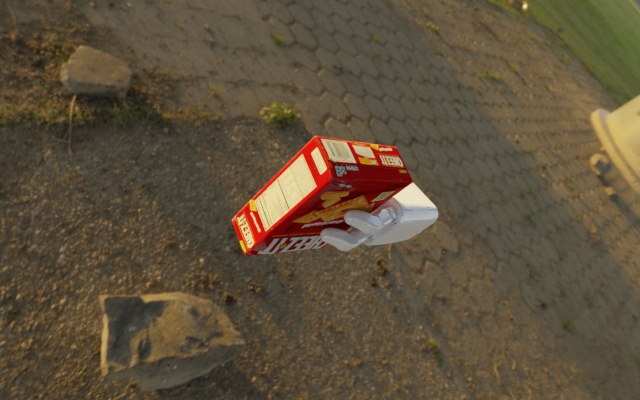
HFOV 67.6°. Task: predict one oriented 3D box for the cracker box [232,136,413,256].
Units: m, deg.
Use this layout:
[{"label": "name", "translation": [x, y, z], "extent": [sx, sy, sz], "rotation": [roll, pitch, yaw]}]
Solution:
[{"label": "cracker box", "translation": [0.000, 0.002, 0.688], "extent": [0.164, 0.072, 0.214], "rotation": [0, -31, -44]}]
